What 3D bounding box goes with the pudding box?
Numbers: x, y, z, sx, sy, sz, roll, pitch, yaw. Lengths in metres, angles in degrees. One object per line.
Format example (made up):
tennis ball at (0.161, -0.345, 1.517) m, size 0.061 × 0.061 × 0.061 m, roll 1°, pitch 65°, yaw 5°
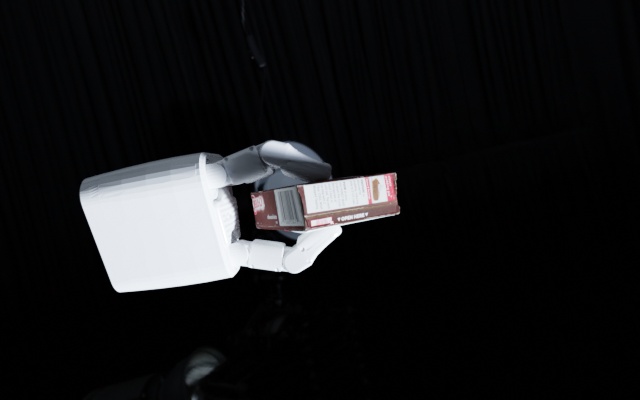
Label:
pudding box at (0.000, 0.002, 0.416) m, size 0.090 × 0.039 × 0.113 m, roll -10°, pitch 4°, yaw -26°
